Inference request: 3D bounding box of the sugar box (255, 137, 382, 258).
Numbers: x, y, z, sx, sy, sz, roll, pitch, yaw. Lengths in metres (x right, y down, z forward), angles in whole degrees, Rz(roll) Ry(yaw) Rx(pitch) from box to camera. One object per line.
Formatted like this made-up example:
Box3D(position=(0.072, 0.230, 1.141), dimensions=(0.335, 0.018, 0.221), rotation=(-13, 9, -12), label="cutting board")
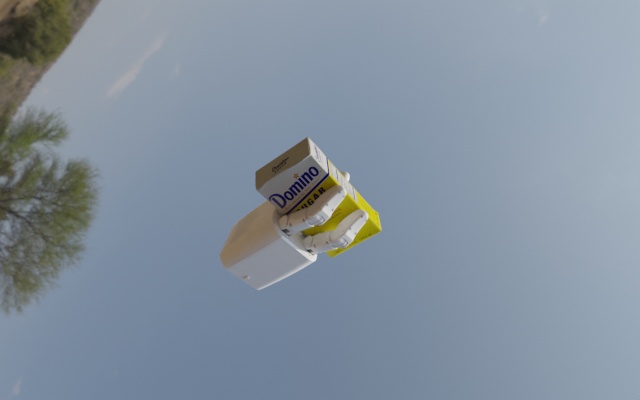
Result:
Box3D(position=(0.000, 0.003, 0.666), dimensions=(0.093, 0.048, 0.176), rotation=(-32, -51, 20), label="sugar box")
